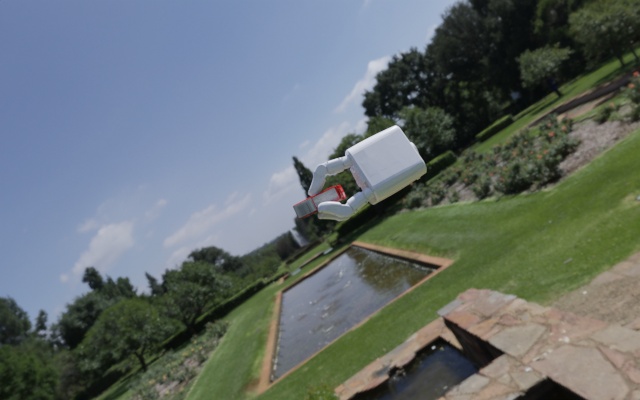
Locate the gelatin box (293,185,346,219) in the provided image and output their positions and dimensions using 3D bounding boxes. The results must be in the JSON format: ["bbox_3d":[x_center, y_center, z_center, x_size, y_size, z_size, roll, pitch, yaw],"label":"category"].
[{"bbox_3d":[0.000,0.003,0.882,0.089,0.030,0.073,-25,-2,9],"label":"gelatin box"}]
